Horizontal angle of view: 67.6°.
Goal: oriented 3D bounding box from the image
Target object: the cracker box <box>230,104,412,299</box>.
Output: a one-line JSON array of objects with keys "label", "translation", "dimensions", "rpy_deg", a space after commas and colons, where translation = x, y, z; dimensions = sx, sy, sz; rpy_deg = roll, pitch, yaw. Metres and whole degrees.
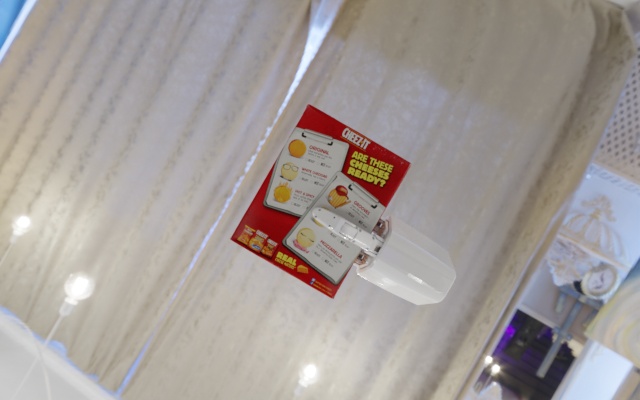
[{"label": "cracker box", "translation": [0.000, 0.002, 0.671], "dimensions": [0.164, 0.213, 0.072], "rpy_deg": [30, -1, -2]}]
